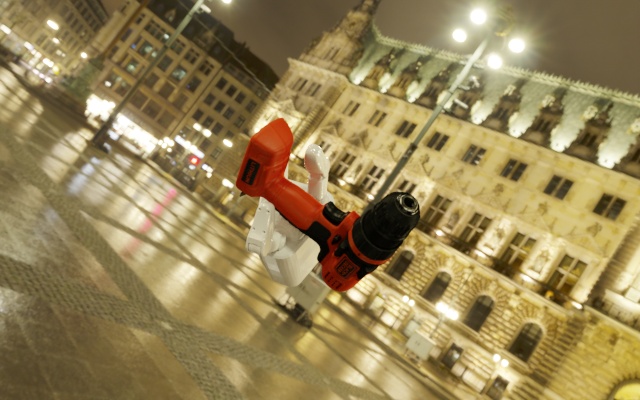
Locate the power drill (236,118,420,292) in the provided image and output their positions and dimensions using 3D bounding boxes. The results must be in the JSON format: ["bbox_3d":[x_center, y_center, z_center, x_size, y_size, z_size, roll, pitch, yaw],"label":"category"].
[{"bbox_3d":[0.000,0.001,0.509,0.057,0.187,0.184,-39,-10,-37],"label":"power drill"}]
